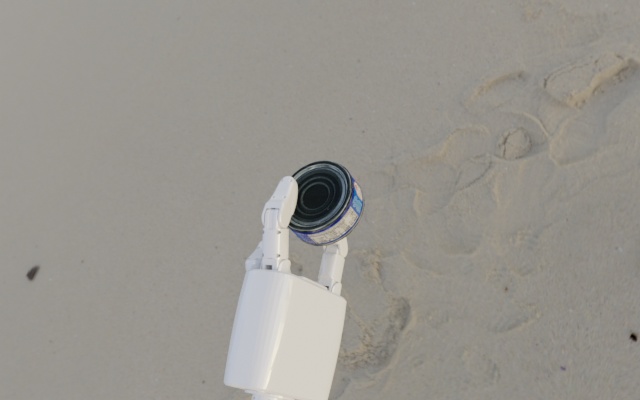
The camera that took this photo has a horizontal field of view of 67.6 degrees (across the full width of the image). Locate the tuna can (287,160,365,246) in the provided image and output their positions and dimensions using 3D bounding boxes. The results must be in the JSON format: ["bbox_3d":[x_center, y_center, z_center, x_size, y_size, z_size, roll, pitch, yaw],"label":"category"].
[{"bbox_3d":[0.000,0.001,0.495,0.086,0.086,0.034,0,-28,29],"label":"tuna can"}]
